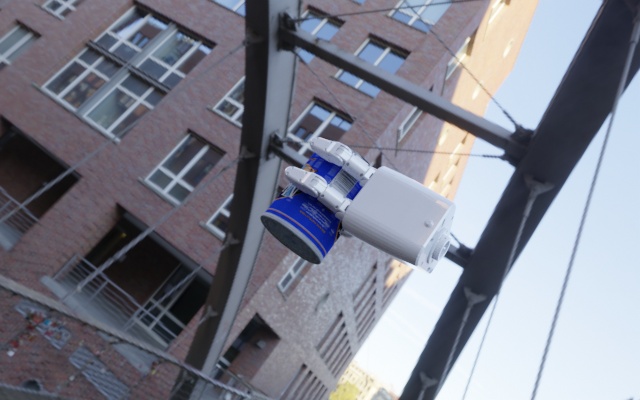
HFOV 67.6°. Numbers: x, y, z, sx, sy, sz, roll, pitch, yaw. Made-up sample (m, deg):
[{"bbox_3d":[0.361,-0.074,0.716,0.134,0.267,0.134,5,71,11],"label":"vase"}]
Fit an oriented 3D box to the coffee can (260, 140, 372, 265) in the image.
[{"bbox_3d":[0.000,0.002,0.660,0.103,0.140,0.103,34,-18,13],"label":"coffee can"}]
